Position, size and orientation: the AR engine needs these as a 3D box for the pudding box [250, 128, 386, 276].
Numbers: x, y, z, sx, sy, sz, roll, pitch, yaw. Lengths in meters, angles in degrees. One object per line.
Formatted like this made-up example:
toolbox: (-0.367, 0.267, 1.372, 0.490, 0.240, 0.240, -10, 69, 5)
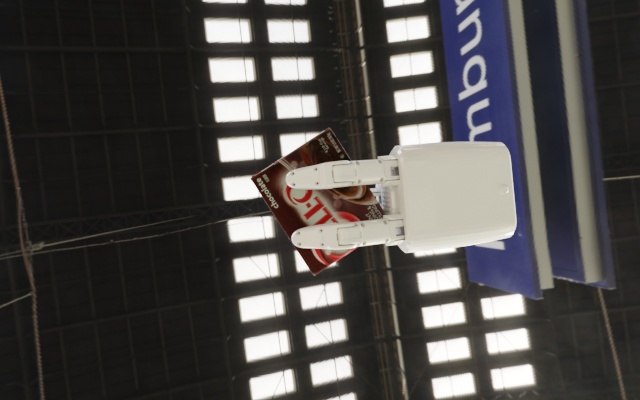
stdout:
pudding box: (0.000, 0.001, 0.464, 0.090, 0.113, 0.039, -33, 2, -4)
